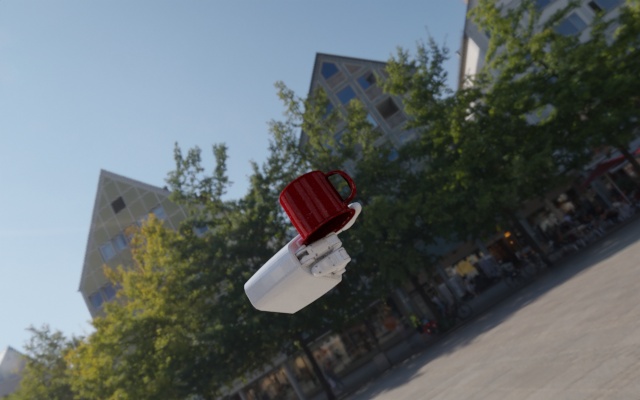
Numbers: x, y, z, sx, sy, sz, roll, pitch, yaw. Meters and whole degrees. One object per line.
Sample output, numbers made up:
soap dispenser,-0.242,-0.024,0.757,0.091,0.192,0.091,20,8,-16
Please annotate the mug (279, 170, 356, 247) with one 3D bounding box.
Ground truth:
mug,0.001,0.001,0.705,0.117,0.081,0.093,-41,-18,21
